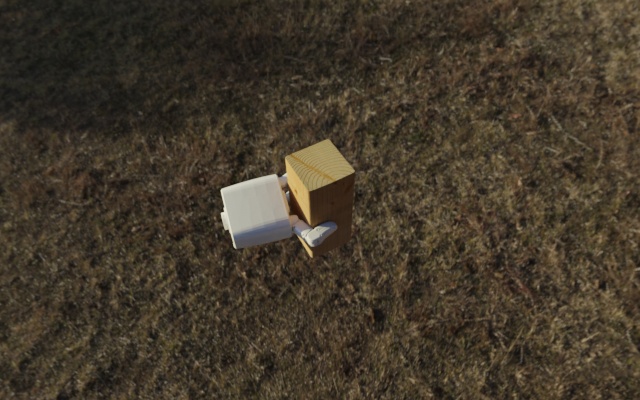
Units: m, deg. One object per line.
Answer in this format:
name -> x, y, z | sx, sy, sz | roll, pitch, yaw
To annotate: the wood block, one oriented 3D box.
wood block -> 0.000, 0.003, 0.876 | 0.090, 0.090, 0.206 | -24, -34, -17
